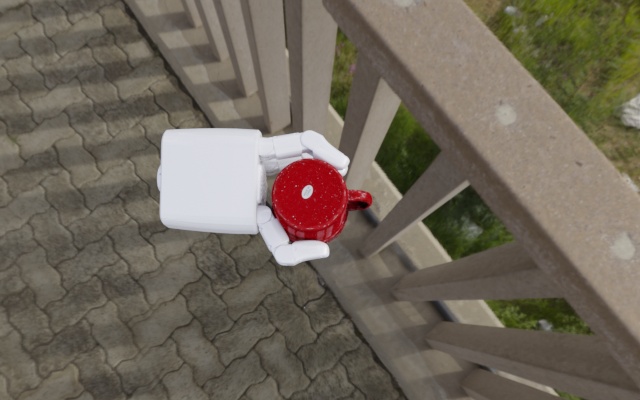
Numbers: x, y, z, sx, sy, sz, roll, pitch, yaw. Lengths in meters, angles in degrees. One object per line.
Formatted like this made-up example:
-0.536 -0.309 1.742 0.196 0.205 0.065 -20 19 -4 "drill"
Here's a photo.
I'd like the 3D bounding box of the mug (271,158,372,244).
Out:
0.002 0.002 0.538 0.117 0.093 0.081 1 -13 0 "mug"
